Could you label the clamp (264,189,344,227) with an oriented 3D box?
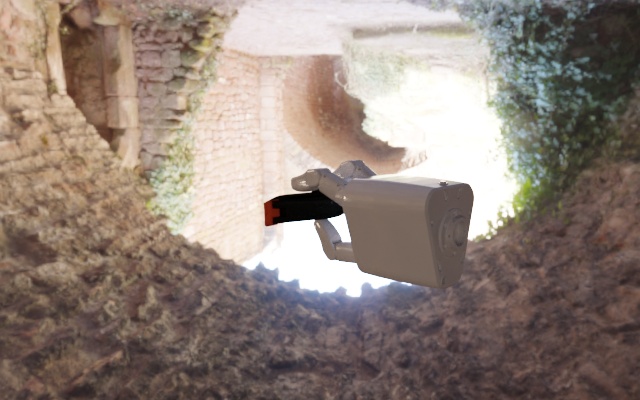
[{"bbox_3d":[0.000,0.003,0.609,0.210,0.036,0.164,-9,9,-44],"label":"clamp"}]
